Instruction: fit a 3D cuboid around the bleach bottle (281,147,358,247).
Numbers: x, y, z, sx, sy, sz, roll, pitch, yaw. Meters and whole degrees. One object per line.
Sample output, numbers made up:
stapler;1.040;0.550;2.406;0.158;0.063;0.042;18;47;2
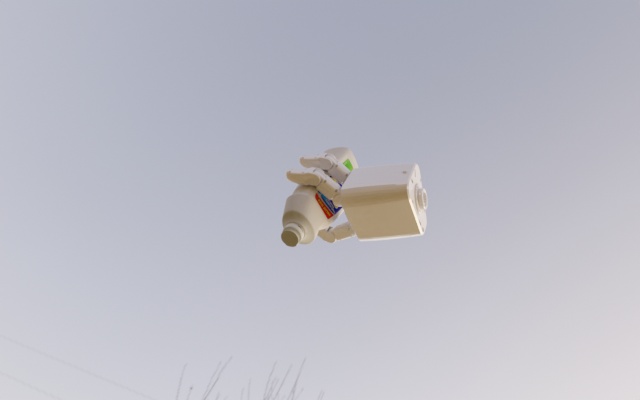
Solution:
bleach bottle;0.000;0.002;0.789;0.068;0.103;0.250;-8;25;26
